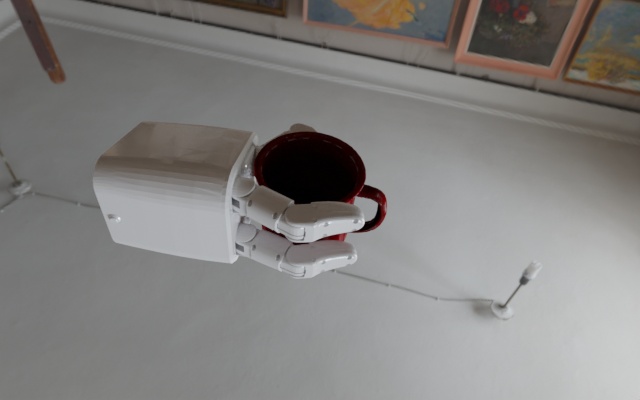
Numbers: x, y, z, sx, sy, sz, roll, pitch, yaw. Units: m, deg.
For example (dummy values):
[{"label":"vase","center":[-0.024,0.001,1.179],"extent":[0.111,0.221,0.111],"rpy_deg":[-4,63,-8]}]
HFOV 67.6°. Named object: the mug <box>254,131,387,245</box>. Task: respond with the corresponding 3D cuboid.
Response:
[{"label":"mug","center":[0.001,0.002,0.423],"extent":[0.117,0.093,0.082],"rpy_deg":[9,-42,2]}]
